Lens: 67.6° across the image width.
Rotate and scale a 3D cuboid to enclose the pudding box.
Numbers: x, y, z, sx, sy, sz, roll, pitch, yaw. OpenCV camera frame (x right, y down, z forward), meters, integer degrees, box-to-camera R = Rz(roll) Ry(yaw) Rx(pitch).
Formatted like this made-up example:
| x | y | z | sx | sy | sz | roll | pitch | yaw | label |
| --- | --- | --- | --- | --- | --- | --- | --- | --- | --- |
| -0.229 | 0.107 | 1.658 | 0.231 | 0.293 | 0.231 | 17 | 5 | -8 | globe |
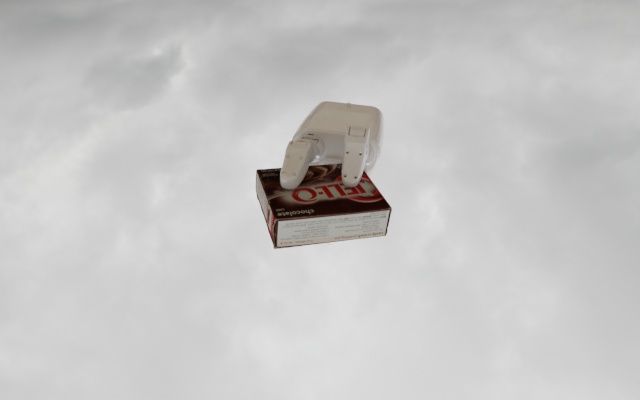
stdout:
| x | y | z | sx | sy | sz | roll | pitch | yaw | label |
| --- | --- | --- | --- | --- | --- | --- | --- | --- | --- |
| 0.000 | 0.002 | 0.464 | 0.113 | 0.039 | 0.090 | -7 | 33 | -15 | pudding box |
